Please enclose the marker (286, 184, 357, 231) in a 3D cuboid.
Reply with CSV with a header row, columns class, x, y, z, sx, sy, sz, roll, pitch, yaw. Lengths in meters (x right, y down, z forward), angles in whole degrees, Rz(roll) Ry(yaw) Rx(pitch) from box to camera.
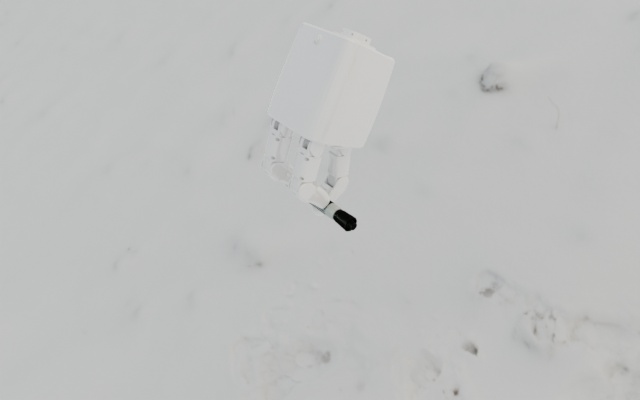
class,x,y,z,sx,sy,sz,roll,pitch,yaw
marker,0.000,0.002,0.570,0.020,0.020,0.121,0,27,-45
